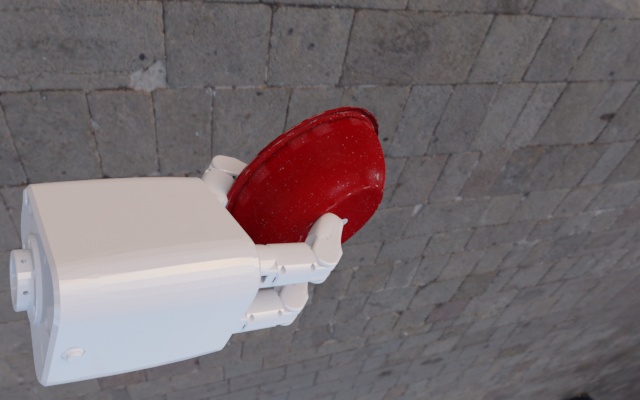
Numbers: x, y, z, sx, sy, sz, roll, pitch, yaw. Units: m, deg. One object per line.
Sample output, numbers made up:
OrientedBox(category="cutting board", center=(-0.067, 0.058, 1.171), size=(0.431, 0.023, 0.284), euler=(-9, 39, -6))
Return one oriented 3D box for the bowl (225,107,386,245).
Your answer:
OrientedBox(category="bowl", center=(0.001, 0.001, 0.401), size=(0.162, 0.055, 0.162), euler=(-32, -23, -16))
